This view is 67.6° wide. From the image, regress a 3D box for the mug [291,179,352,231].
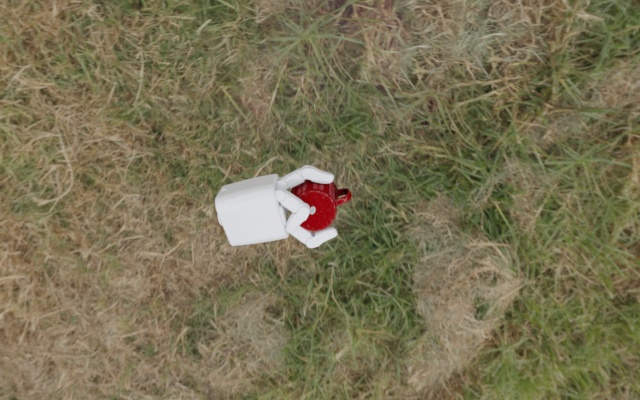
[{"bbox_3d":[0.002,0.003,0.882,0.117,0.093,0.081,-11,21,4],"label":"mug"}]
